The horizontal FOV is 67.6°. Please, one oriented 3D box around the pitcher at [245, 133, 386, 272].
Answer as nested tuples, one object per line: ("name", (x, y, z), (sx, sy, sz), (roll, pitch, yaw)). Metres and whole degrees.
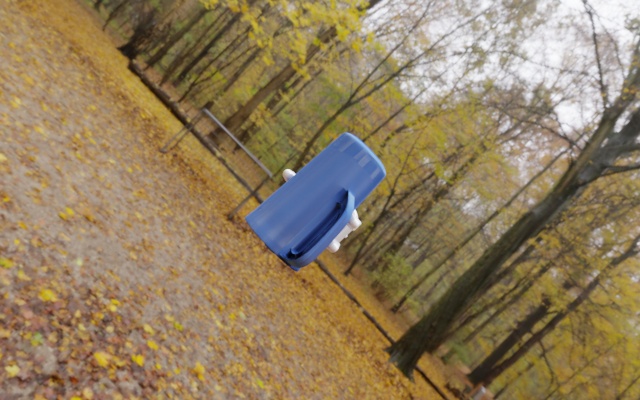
("pitcher", (0.000, 0.003, 0.834), (0.243, 0.149, 0.145), (-44, -13, -1))
